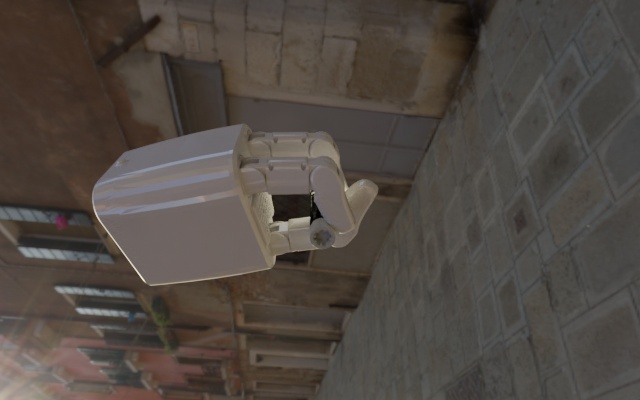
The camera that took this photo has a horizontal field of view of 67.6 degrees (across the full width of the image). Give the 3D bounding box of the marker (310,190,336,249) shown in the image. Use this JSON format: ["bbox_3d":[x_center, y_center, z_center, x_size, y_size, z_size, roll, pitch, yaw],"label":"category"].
[{"bbox_3d":[0.000,0.001,0.400,0.020,0.020,0.121,0,26,-2],"label":"marker"}]
